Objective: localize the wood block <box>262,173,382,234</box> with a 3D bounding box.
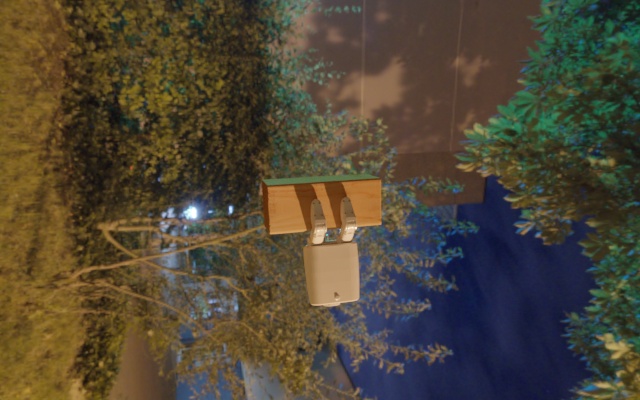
[{"bbox_3d":[0.000,0.003,0.888,0.206,0.090,0.091,-4,9,-13],"label":"wood block"}]
